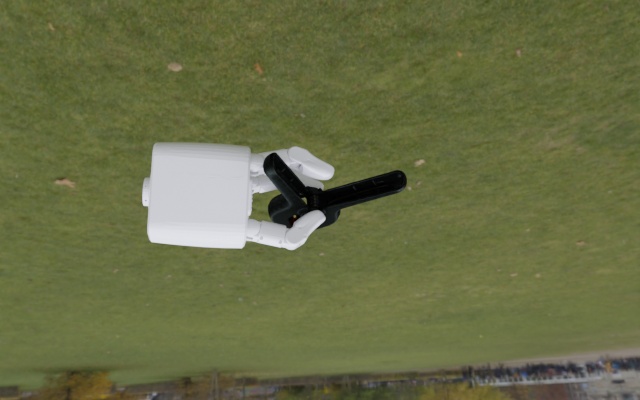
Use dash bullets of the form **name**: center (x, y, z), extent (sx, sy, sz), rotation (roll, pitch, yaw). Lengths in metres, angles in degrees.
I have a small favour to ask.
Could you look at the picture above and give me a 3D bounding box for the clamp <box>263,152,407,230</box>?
- **clamp**: center (0.000, 0.003, 0.594), extent (0.164, 0.036, 0.210), rotation (5, -23, -12)
